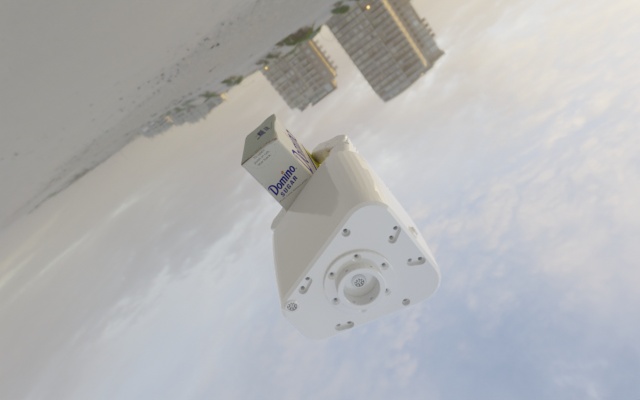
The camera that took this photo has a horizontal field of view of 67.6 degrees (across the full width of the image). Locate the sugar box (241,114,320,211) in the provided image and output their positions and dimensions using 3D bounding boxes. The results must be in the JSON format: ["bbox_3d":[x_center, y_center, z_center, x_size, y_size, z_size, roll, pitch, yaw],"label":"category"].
[{"bbox_3d":[0.001,0.001,0.461,0.048,0.176,0.093,-37,22,9],"label":"sugar box"}]
